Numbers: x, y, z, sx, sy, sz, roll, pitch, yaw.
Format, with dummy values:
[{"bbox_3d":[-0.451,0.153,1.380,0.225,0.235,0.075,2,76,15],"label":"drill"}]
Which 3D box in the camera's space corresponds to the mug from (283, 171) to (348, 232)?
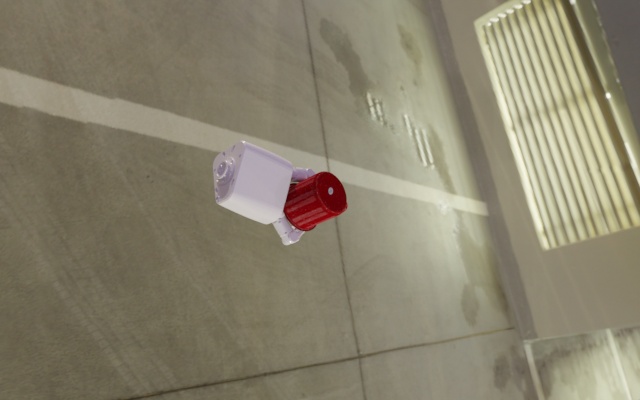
[{"bbox_3d":[0.001,0.003,0.850,0.081,0.093,0.117,-25,-35,39],"label":"mug"}]
